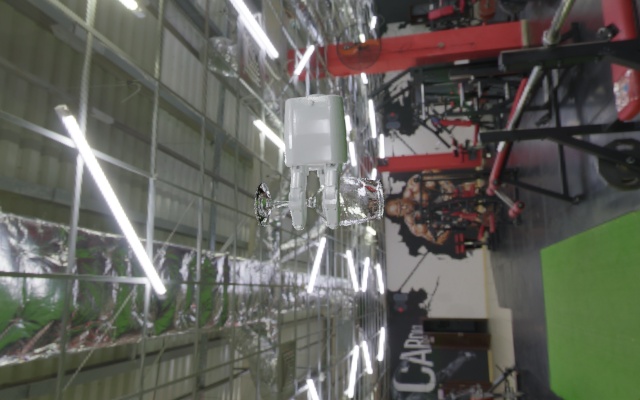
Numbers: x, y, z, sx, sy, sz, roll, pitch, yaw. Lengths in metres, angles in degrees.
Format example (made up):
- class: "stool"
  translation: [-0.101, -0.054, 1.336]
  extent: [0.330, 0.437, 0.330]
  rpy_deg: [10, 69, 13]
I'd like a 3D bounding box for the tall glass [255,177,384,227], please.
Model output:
- class: "tall glass"
  translation: [-0.001, 0.003, 0.778]
  extent: [0.201, 0.079, 0.079]
  rpy_deg: [-2, -1, 13]
